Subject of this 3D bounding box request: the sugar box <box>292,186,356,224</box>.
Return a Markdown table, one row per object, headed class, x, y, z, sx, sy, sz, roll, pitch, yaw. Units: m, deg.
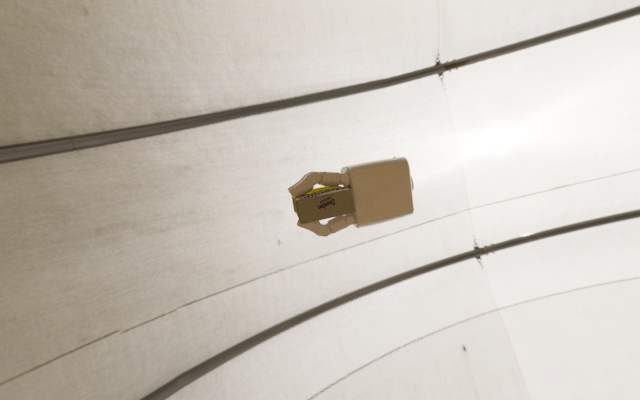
| class | x | y | z | sx | sy | sz | roll | pitch | yaw |
| --- | --- | --- | --- | --- | --- | --- | --- | --- | --- |
| sugar box | 0.000 | 0.002 | 0.834 | 0.093 | 0.048 | 0.176 | -12 | 3 | -6 |
